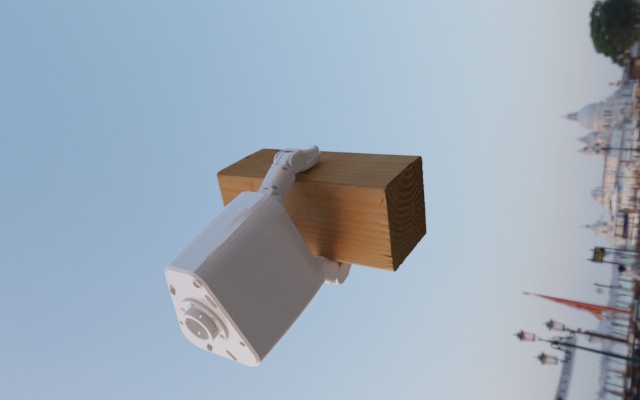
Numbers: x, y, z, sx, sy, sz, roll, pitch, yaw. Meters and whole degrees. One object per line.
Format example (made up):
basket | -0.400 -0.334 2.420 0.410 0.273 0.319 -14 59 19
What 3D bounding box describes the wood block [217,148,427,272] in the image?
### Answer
wood block | 0.000 0.002 0.518 0.206 0.091 0.090 7 27 33
